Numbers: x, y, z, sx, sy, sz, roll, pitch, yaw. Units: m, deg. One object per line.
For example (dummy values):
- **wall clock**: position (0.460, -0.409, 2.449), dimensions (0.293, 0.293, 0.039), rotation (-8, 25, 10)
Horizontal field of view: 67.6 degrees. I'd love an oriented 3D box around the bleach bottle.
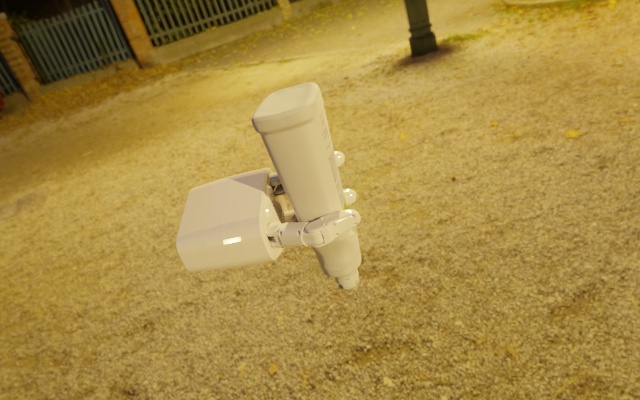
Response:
- **bleach bottle**: position (0.000, 0.002, 0.544), dimensions (0.068, 0.251, 0.102), rotation (-12, 27, 13)
